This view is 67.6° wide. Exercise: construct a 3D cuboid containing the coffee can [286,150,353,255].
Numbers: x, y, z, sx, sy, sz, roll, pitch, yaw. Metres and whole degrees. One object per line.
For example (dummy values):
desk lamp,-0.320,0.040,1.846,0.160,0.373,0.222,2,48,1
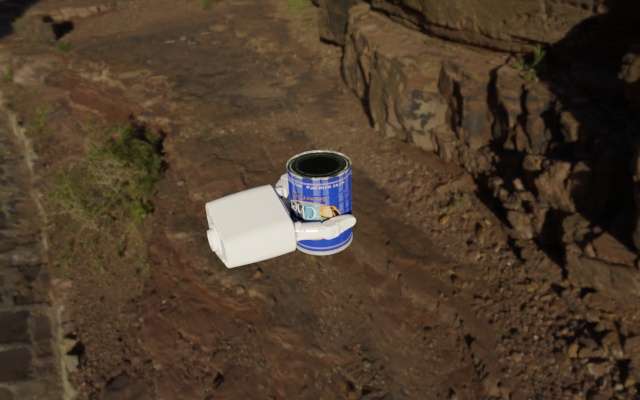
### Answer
coffee can,0.000,0.003,0.775,0.103,0.140,0.102,-2,30,1
